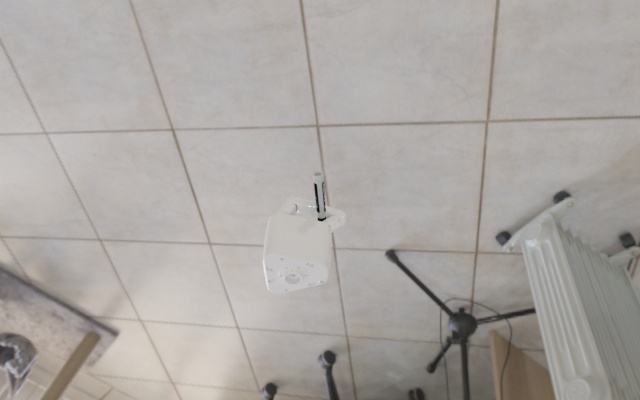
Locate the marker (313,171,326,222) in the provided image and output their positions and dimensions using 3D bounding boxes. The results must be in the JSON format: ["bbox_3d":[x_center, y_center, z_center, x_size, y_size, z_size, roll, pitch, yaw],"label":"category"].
[{"bbox_3d":[0.000,0.003,0.858,0.020,0.121,0.020,-3,36,2],"label":"marker"}]
